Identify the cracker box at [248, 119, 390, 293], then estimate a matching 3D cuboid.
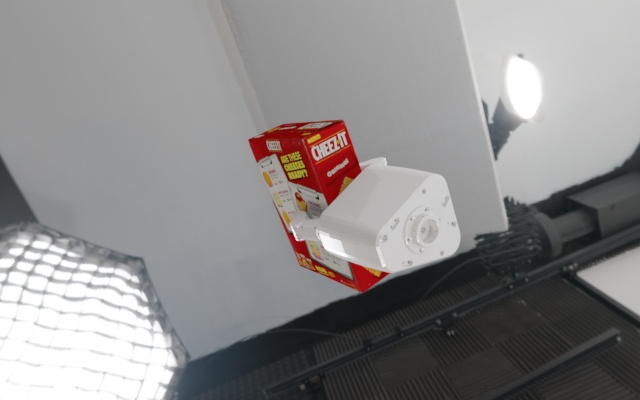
[{"bbox_3d":[0.000,0.002,0.649,0.072,0.214,0.164,-30,20,-25],"label":"cracker box"}]
